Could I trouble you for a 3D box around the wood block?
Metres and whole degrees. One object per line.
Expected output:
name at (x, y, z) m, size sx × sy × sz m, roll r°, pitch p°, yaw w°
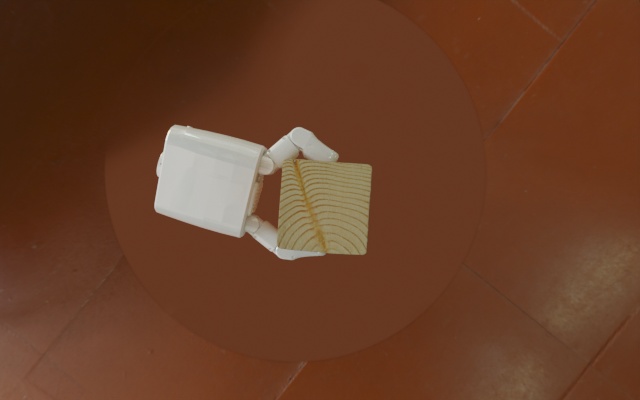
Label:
wood block at (0.000, 0.002, 0.565) m, size 0.090 × 0.091 × 0.206 m, roll 4°, pitch 3°, yaw -2°
